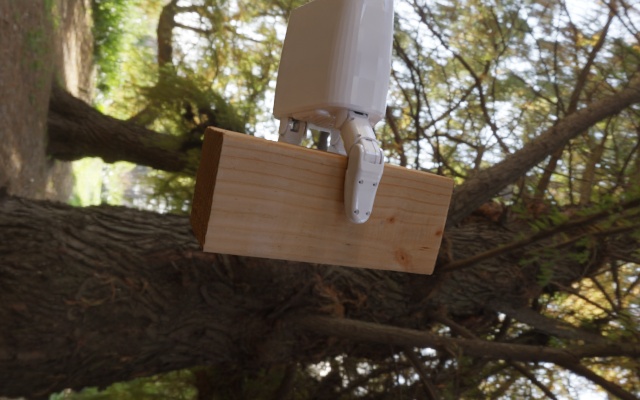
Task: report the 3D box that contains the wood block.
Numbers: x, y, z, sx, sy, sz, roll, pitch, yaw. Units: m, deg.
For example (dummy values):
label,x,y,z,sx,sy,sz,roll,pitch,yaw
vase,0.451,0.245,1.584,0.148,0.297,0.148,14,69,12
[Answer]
label,x,y,z,sx,sy,sz,roll,pitch,yaw
wood block,0.000,0.001,0.421,0.206,0.090,0.091,9,8,-23
